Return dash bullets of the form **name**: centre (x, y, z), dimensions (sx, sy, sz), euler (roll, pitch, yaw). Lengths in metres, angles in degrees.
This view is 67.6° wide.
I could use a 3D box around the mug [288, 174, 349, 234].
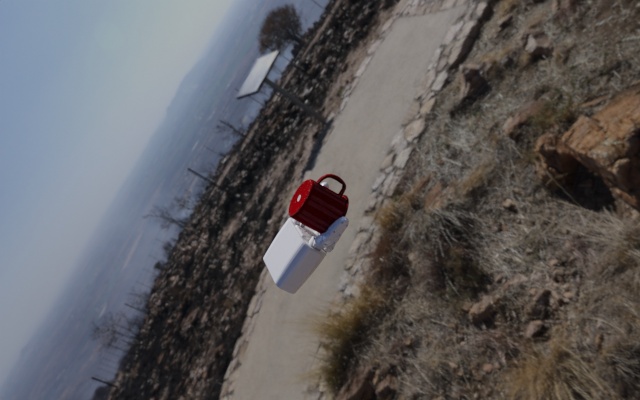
- **mug**: centre (0.001, 0.002, 0.891), dimensions (0.081, 0.117, 0.093), euler (29, 15, -20)
